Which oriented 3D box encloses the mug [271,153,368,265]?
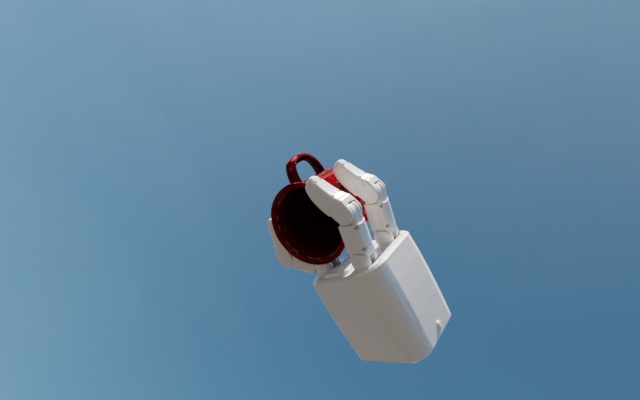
[{"bbox_3d":[-0.001,0.000,0.530,0.093,0.117,0.081,-25,6,36],"label":"mug"}]
